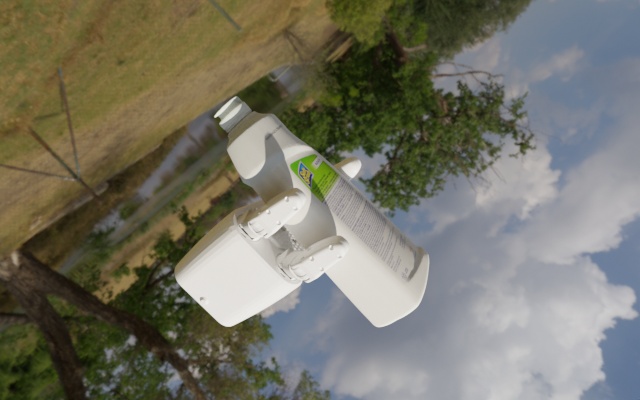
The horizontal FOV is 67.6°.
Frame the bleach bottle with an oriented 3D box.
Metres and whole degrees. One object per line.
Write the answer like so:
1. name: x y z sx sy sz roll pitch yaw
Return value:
1. bleach bottle: 0.000 0.002 0.461 0.068 0.251 0.102 -37 11 29
